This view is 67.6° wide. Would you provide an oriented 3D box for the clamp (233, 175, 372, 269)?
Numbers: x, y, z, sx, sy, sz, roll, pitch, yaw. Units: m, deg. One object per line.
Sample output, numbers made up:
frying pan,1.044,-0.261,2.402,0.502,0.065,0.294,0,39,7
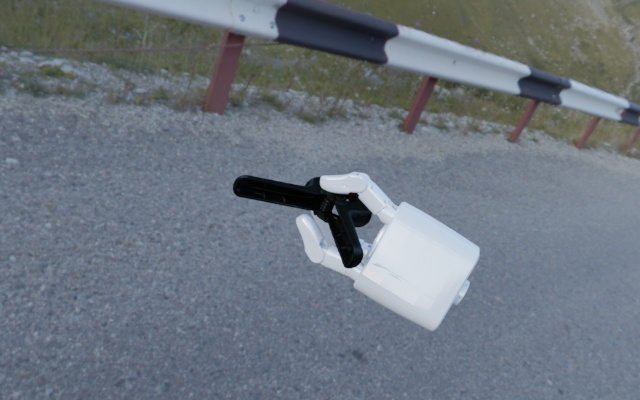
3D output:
clamp,0.001,0.001,0.584,0.164,0.036,0.210,31,21,10
